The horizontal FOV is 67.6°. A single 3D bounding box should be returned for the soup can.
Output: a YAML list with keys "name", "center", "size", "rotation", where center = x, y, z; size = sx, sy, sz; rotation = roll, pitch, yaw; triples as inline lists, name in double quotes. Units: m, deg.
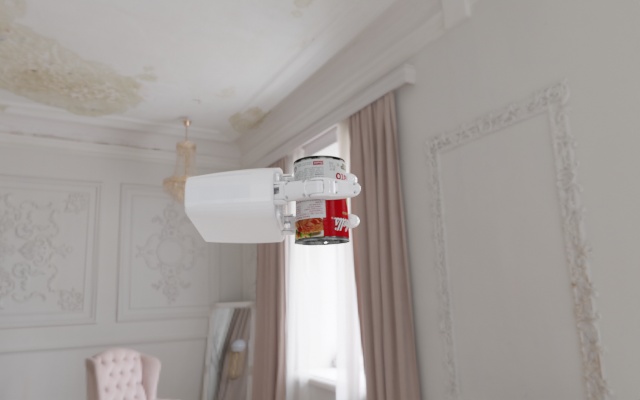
- name: "soup can"
  center: [0.001, 0.002, 0.591]
  size: [0.068, 0.102, 0.068]
  rotation: [-2, -11, 0]
